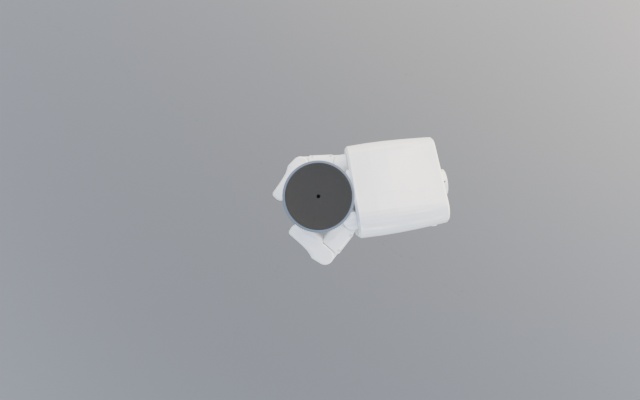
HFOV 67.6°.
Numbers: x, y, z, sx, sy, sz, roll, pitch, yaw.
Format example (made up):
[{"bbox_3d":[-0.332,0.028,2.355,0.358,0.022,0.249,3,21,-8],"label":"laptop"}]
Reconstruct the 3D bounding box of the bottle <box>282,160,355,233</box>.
[{"bbox_3d":[0.000,0.002,0.582,0.069,0.069,0.296,0,-2,1],"label":"bottle"}]
